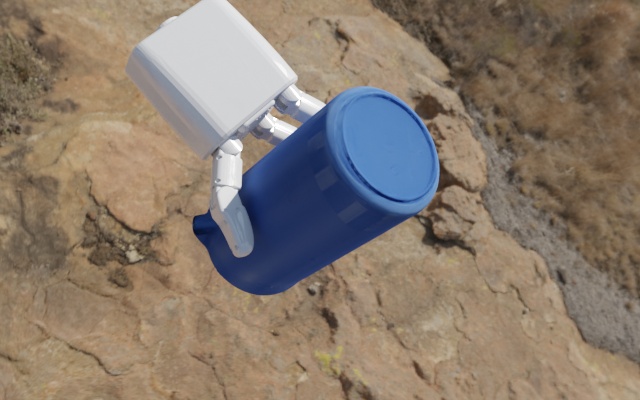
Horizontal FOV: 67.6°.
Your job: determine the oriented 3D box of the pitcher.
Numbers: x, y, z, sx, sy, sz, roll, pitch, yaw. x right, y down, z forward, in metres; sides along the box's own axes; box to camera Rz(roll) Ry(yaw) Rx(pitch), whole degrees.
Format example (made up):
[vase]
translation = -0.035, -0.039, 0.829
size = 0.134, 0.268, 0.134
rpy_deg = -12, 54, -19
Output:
[pitcher]
translation = 0.000, 0.001, 0.451
size = 0.149, 0.145, 0.243
rpy_deg = -44, 7, -37
